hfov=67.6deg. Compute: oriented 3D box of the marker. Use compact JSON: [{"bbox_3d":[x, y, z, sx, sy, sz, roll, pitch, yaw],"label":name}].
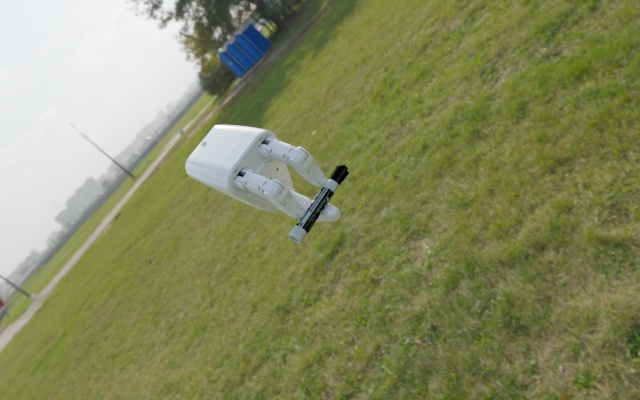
[{"bbox_3d":[0.000,0.002,0.608,0.020,0.121,0.020,30,-21,13],"label":"marker"}]
